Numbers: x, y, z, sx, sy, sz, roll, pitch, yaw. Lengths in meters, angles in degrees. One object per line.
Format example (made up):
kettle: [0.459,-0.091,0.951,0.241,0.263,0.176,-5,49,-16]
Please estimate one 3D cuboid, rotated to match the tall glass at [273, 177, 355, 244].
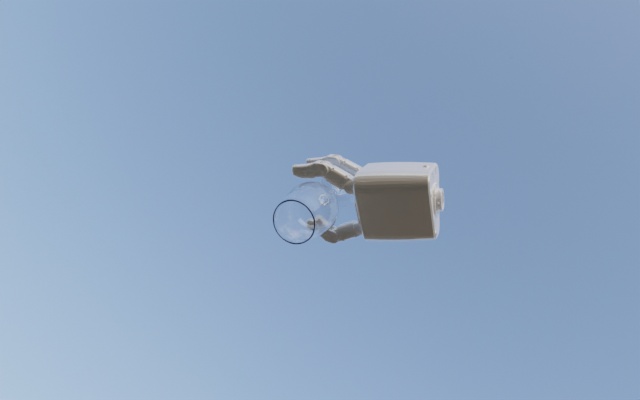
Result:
tall glass: [0.000,0.002,0.714,0.079,0.079,0.201,0,16,22]
